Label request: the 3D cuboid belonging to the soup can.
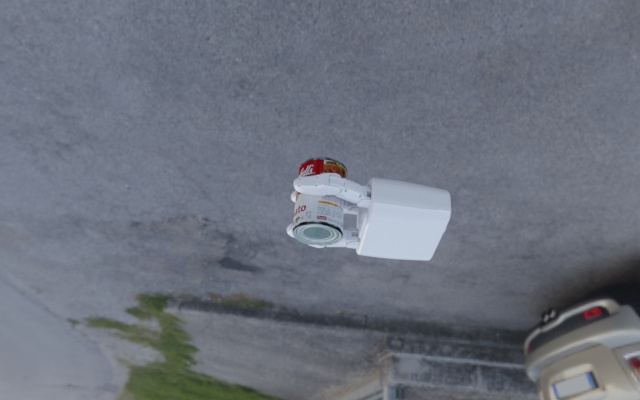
[{"bbox_3d":[0.000,0.002,0.643,0.068,0.102,0.068,4,-30,2],"label":"soup can"}]
